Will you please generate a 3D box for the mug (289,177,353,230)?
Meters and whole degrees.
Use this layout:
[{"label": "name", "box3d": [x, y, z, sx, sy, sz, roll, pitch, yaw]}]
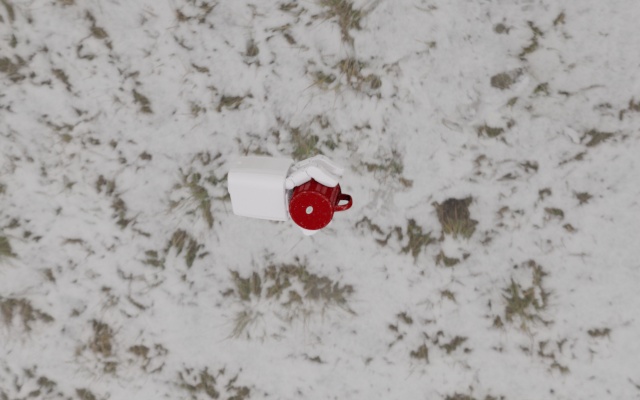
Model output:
[{"label": "mug", "box3d": [0.002, 0.003, 0.869, 0.117, 0.093, 0.081, 5, 27, 7]}]
